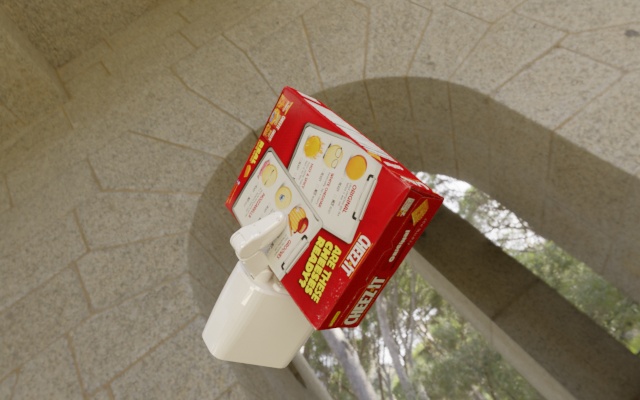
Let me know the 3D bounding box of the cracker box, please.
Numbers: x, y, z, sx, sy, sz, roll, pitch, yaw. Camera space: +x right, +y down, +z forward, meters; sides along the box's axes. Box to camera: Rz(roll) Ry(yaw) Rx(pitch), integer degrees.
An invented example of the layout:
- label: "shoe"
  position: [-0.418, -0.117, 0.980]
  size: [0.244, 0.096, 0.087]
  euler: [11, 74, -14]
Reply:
- label: "cracker box"
  position: [0.000, 0.002, 0.506]
  size: [0.072, 0.164, 0.213]
  euler: [12, 26, -45]
